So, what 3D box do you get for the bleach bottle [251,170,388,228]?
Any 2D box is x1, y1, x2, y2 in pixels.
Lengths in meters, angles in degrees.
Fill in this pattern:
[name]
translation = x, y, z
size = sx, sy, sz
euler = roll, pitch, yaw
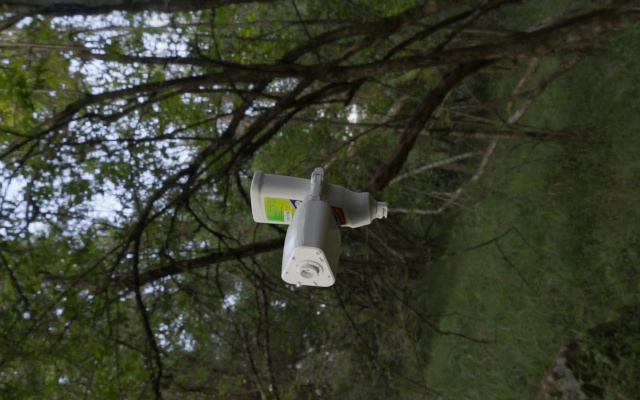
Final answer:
[bleach bottle]
translation = 0.000, 0.003, 0.899
size = 0.251, 0.103, 0.068
euler = 4, 45, 3
